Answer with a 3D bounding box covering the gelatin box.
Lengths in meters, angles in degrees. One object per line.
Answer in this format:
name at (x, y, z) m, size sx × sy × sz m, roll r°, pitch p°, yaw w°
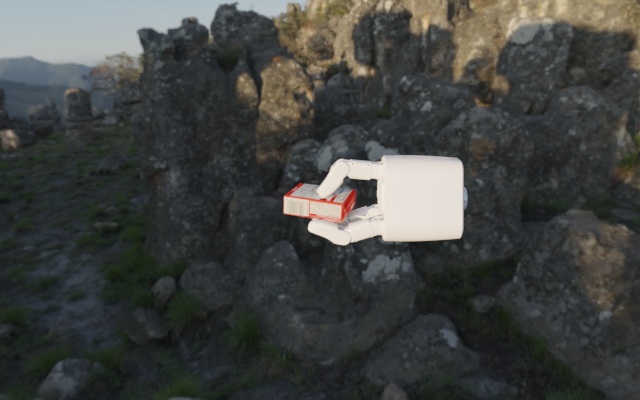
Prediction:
gelatin box at (0.000, 0.002, 0.688) m, size 0.089 × 0.030 × 0.073 m, roll 8°, pitch 19°, yaw 14°
